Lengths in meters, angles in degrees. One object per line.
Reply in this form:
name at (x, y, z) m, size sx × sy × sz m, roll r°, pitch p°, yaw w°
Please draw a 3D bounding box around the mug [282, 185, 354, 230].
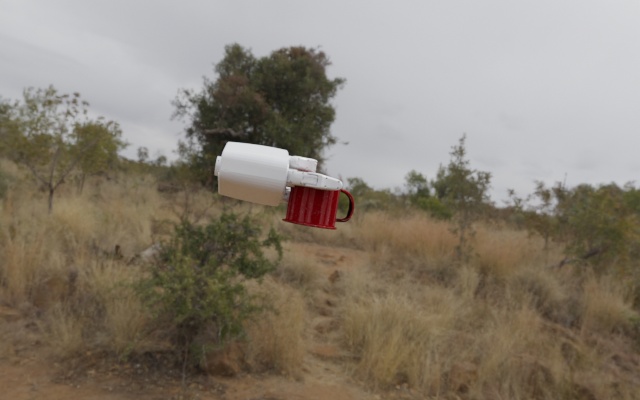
mug at (0.002, 0.003, 0.795) m, size 0.117 × 0.081 × 0.093 m, roll 9°, pitch 0°, yaw -9°
